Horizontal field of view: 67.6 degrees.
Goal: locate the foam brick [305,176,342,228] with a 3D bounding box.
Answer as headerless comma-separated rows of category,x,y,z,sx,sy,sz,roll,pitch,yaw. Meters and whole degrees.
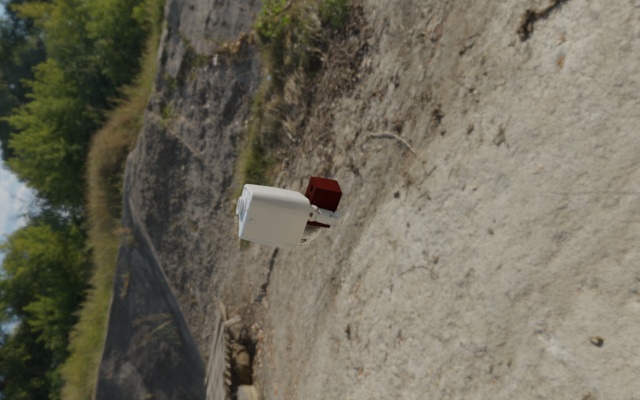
foam brick,0.000,0.003,0.874,0.051,0.078,0.053,12,24,-17
